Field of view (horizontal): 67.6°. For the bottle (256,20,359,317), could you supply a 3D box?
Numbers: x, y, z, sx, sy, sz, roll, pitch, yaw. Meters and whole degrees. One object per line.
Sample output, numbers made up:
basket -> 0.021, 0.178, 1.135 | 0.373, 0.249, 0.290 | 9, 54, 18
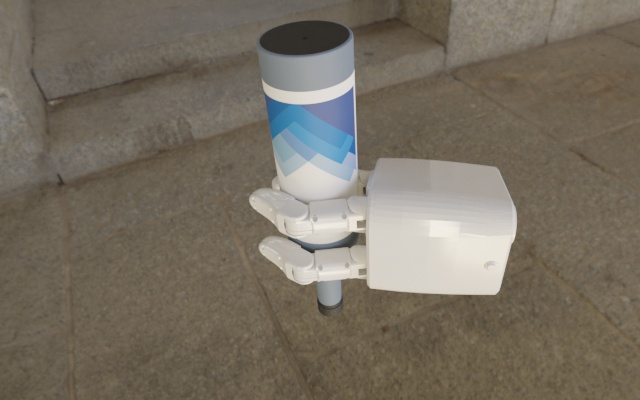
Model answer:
bottle -> 0.000, 0.001, 0.419 | 0.069, 0.296, 0.069 | -3, 40, 3
